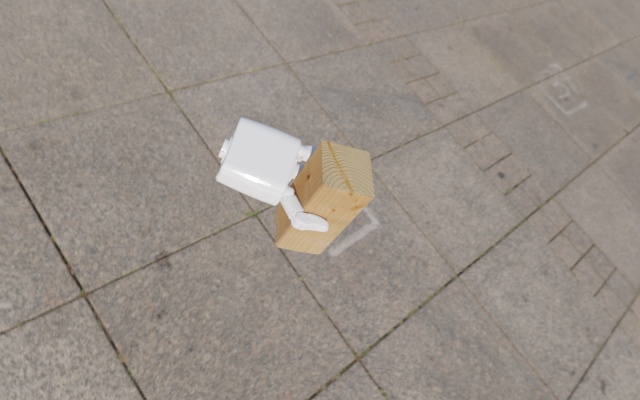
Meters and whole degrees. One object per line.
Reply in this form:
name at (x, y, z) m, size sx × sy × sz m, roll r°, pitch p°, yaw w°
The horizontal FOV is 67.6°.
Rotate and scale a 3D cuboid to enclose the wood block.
wood block at (0.000, 0.003, 0.814) m, size 0.090 × 0.090 × 0.206 m, roll 13°, pitch -36°, yaw -21°
